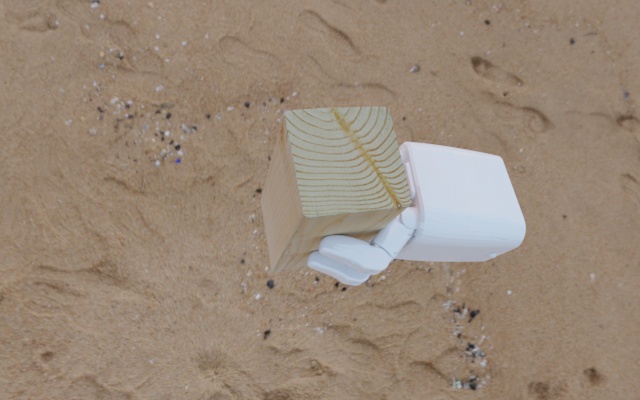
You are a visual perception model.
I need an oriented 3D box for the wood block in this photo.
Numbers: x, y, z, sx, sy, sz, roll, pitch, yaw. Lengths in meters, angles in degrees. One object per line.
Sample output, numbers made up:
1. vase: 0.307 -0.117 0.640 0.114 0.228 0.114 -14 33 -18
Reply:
1. wood block: 0.000 0.001 0.463 0.090 0.090 0.206 -6 -18 -15
